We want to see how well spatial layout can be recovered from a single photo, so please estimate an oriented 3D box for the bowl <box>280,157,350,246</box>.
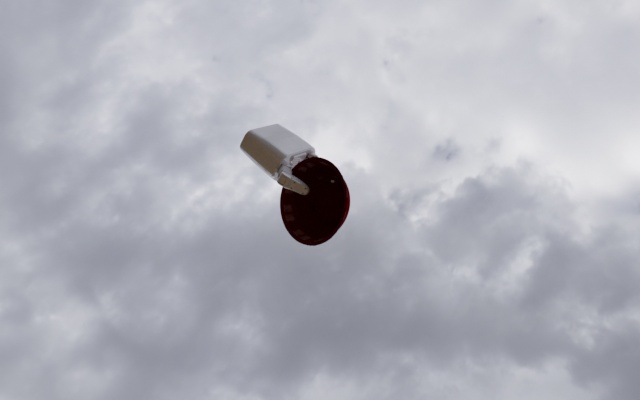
[{"bbox_3d":[0.001,0.004,0.884,0.162,0.162,0.055,0,-4,40],"label":"bowl"}]
